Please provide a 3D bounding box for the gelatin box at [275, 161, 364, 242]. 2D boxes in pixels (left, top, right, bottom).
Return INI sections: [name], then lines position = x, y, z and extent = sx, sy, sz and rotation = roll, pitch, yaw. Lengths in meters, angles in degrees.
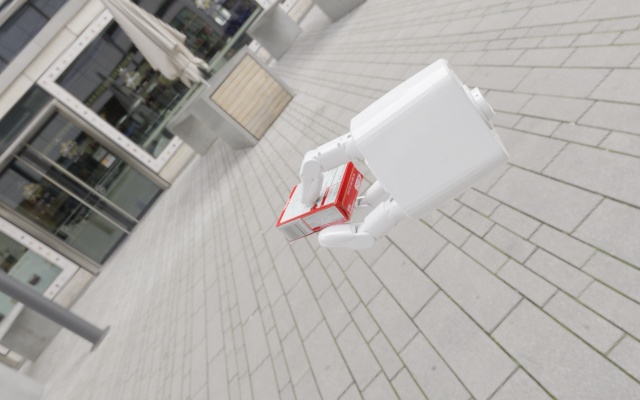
[gelatin box]
position = 0.000, 0.002, 0.534
extent = 0.089, 0.030, 0.073
rotation = -22, 31, 34
